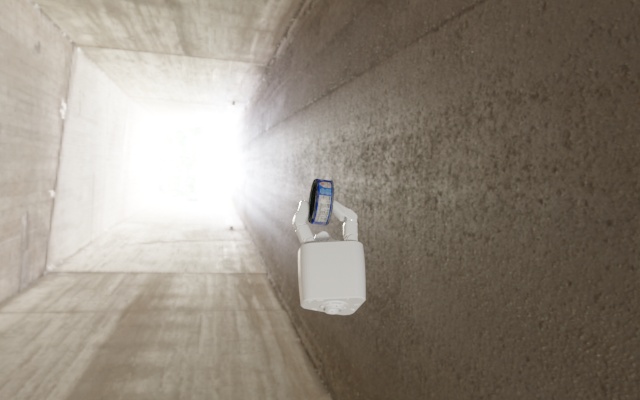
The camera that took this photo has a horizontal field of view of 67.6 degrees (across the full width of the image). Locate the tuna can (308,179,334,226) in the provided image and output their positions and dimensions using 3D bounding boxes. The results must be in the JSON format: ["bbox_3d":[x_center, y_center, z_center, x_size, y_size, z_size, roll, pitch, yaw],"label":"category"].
[{"bbox_3d":[0.000,0.003,0.887,0.034,0.086,0.086,7,-1,-9],"label":"tuna can"}]
